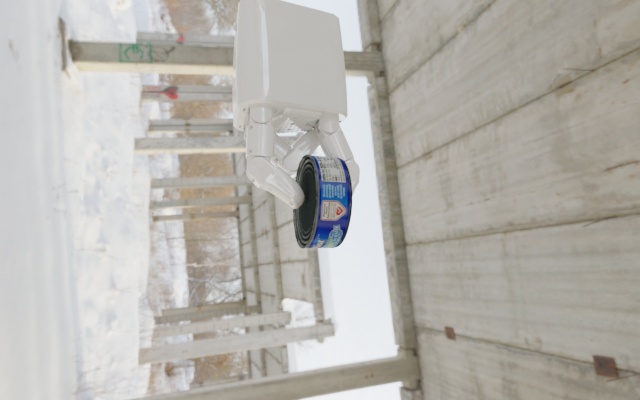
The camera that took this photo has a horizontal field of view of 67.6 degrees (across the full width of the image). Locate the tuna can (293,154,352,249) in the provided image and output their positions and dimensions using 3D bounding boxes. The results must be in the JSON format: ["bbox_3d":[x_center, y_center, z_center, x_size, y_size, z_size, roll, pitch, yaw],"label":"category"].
[{"bbox_3d":[0.001,0.002,0.440,0.034,0.086,0.086,3,-1,-16],"label":"tuna can"}]
